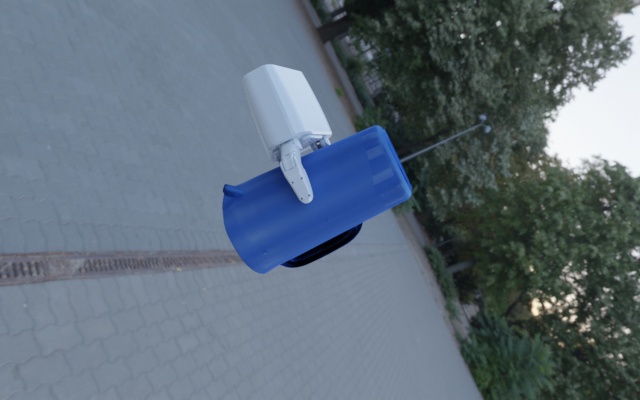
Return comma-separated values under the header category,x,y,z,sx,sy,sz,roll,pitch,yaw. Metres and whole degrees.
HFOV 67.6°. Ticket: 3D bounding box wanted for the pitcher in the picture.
category,x,y,z,sx,sy,sz,roll,pitch,yaw
pitcher,0.000,0.002,0.664,0.243,0.145,0.149,-25,-6,12
